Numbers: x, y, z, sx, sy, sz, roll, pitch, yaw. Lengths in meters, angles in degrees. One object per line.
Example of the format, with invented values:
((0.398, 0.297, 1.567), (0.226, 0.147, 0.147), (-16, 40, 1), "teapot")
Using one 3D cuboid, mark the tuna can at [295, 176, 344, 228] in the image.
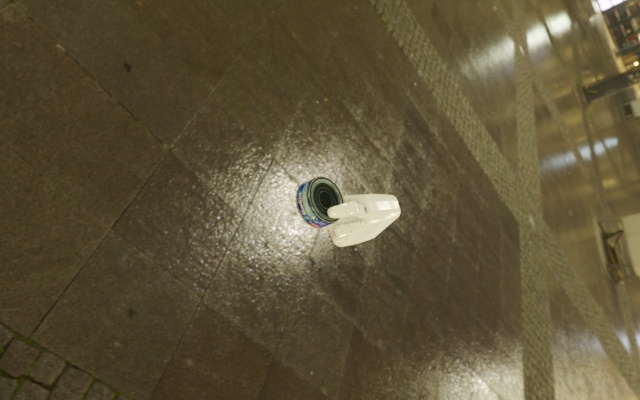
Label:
((0.000, 0.003, 0.823), (0.086, 0.086, 0.034), (0, -16, -45), "tuna can")
